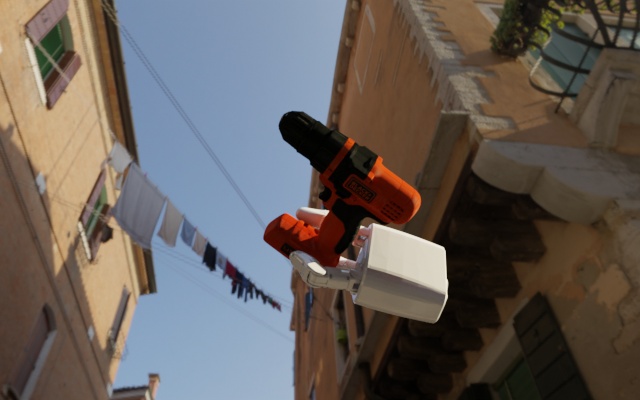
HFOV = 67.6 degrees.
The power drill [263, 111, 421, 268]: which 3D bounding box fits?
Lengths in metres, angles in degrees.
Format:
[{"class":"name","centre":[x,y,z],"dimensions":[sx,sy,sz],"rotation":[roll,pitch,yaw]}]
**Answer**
[{"class":"power drill","centre":[0.000,0.002,0.582],"dimensions":[0.188,0.184,0.057],"rotation":[-52,1,42]}]
